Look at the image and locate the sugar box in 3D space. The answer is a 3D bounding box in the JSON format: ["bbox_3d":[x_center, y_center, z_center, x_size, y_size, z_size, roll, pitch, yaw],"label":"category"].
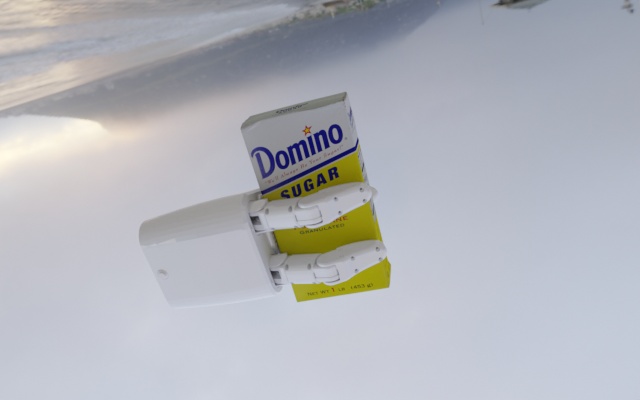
[{"bbox_3d":[0.000,0.002,0.429,0.093,0.176,0.048,-12,22,12],"label":"sugar box"}]
